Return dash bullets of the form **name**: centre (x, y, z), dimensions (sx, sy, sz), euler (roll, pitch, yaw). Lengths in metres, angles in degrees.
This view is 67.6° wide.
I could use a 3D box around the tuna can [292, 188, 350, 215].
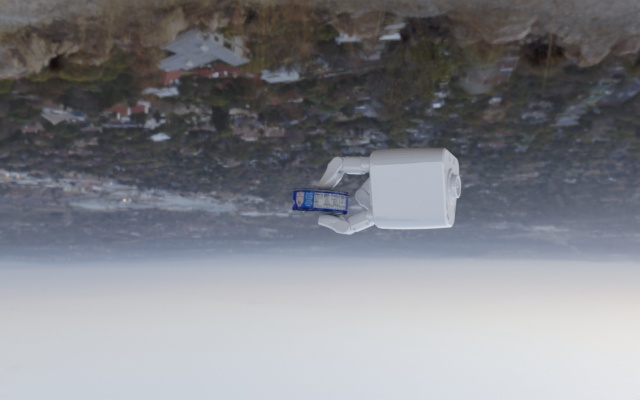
- **tuna can**: centre (0.000, 0.003, 0.723), dimensions (0.086, 0.034, 0.086), euler (4, -3, 0)
